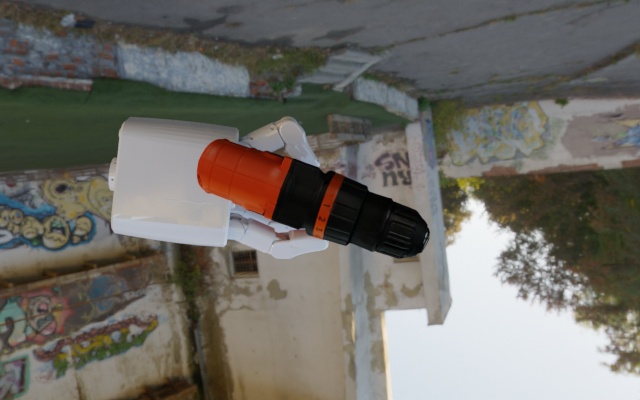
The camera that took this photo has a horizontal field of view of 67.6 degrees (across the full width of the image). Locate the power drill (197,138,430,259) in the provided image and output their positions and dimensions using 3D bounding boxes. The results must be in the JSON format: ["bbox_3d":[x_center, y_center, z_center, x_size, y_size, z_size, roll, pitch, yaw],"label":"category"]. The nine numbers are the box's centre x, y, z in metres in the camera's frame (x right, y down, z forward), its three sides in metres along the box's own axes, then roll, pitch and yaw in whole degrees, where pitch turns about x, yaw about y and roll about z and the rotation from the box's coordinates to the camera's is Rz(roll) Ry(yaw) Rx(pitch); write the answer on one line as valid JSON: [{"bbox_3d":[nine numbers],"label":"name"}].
[{"bbox_3d":[0.000,0.001,0.434,0.184,0.057,0.187,22,-2,5],"label":"power drill"}]
